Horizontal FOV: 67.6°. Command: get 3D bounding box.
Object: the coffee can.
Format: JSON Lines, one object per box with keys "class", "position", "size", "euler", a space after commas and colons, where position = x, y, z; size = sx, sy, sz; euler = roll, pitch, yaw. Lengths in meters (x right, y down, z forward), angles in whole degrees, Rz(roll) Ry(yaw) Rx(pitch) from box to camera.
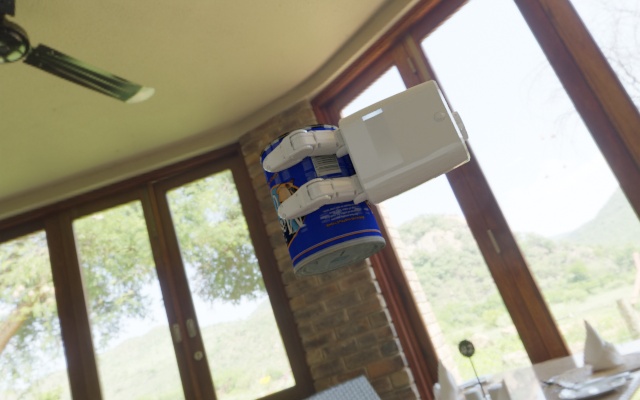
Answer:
{"class": "coffee can", "position": [0.000, 0.002, 0.533], "size": [0.103, 0.140, 0.103], "euler": [-17, -18, -6]}
